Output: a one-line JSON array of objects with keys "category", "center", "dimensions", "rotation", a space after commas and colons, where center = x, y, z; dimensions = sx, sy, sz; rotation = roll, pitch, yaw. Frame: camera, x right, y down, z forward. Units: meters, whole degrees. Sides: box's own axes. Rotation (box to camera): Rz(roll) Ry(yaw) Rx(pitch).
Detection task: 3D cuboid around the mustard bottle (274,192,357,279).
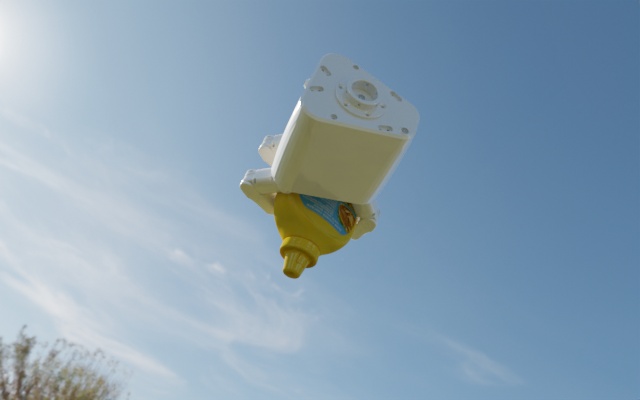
[{"category": "mustard bottle", "center": [0.000, 0.002, 0.530], "dimensions": [0.096, 0.191, 0.058], "rotation": [40, -40, -22]}]
